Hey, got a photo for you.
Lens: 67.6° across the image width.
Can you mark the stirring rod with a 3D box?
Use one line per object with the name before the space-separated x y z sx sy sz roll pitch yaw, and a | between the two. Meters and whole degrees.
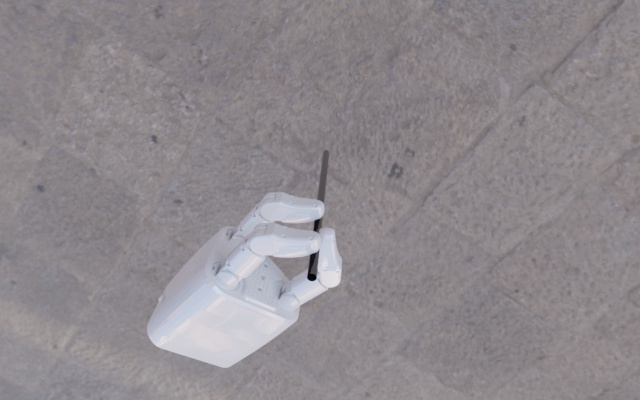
stirring rod | 0.000 0.002 0.487 0.011 0.011 0.239 0 30 4
